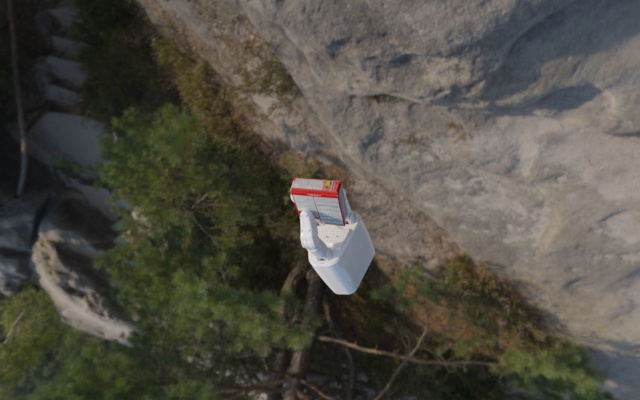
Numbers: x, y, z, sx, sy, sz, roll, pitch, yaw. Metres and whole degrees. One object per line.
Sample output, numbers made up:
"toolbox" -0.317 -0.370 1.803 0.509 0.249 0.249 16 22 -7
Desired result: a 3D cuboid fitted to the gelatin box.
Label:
"gelatin box" 0.000 0.003 0.729 0.073 0.030 0.089 5 -32 15
